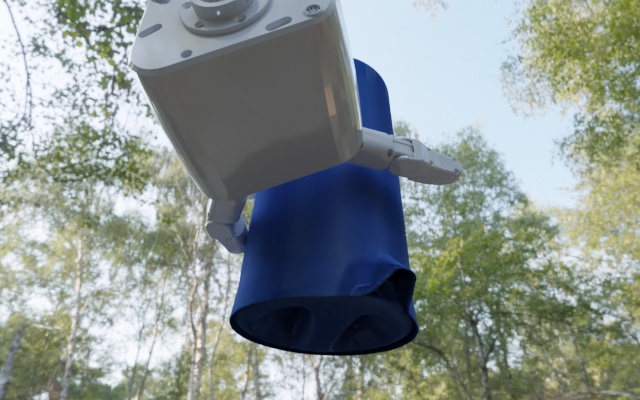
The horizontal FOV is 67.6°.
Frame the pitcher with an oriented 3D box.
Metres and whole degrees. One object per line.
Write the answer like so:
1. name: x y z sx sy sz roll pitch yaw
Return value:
1. pitcher: 0.000 0.001 0.407 0.149 0.242 0.145 -3 -33 9
